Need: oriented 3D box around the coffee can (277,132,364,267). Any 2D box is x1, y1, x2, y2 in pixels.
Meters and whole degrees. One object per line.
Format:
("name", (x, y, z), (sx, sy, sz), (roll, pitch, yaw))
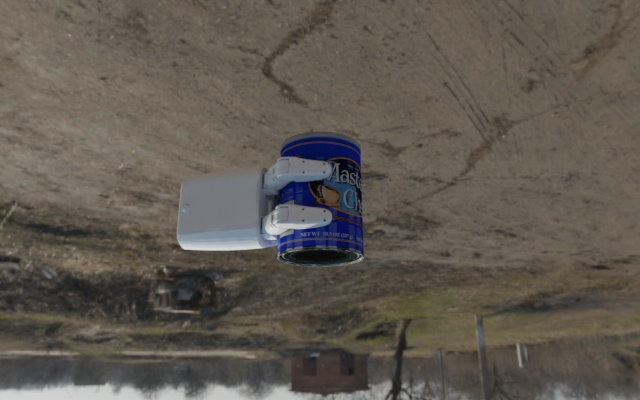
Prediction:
("coffee can", (0.000, 0.002, 0.580), (0.103, 0.140, 0.103), (0, -18, 0))
